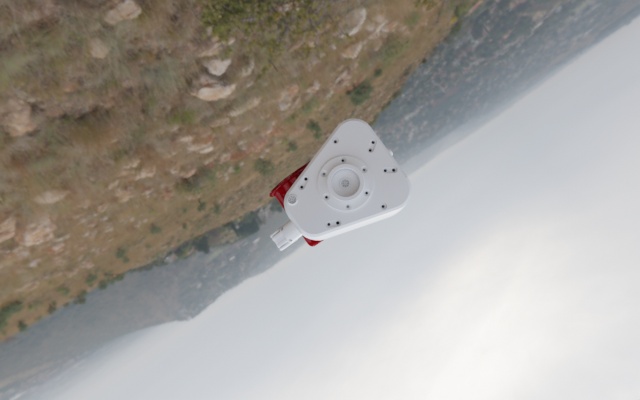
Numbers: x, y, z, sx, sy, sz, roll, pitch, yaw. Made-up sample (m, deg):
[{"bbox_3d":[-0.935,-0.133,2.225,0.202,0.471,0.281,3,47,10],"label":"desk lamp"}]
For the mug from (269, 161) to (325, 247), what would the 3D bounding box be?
[{"bbox_3d":[0.000,0.002,0.584,0.093,0.081,0.117,-34,-4,1],"label":"mug"}]
